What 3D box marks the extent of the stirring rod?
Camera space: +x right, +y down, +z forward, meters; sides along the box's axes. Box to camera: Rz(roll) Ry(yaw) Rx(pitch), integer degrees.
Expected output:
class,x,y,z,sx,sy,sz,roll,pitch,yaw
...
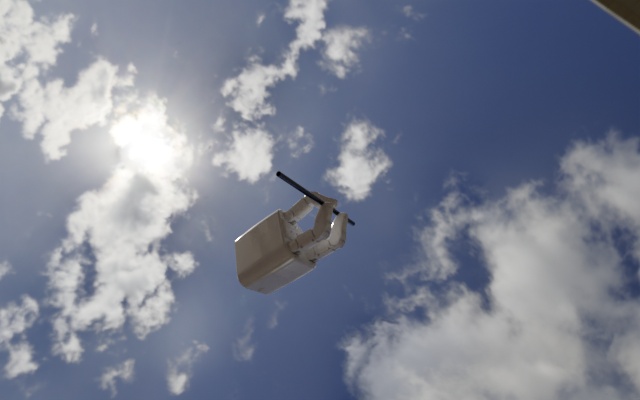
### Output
class,x,y,z,sx,sy,sz,roll,pitch,yaw
stirring rod,0.000,0.002,0.759,0.011,0.011,0.240,0,-19,31
